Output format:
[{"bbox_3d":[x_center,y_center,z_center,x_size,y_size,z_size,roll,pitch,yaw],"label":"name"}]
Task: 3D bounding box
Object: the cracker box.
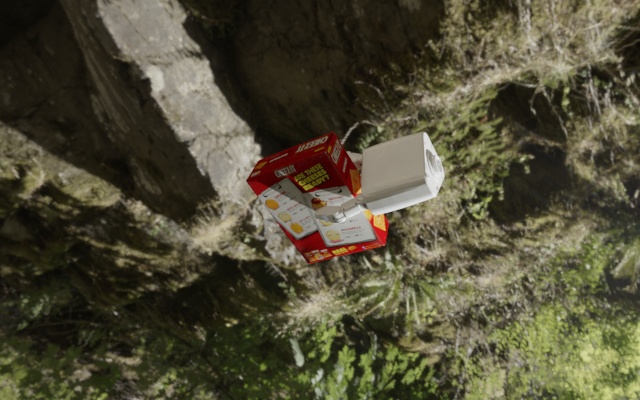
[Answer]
[{"bbox_3d":[0.000,0.003,0.840,0.164,0.214,0.072,-17,32,28],"label":"cracker box"}]
